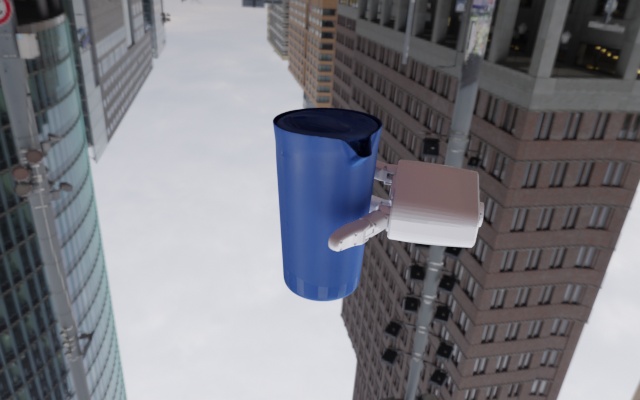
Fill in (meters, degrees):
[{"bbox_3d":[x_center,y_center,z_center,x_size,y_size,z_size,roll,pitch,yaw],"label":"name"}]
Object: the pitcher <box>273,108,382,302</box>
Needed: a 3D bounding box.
[{"bbox_3d":[0.000,0.002,0.636,0.145,0.243,0.149,8,26,11],"label":"pitcher"}]
